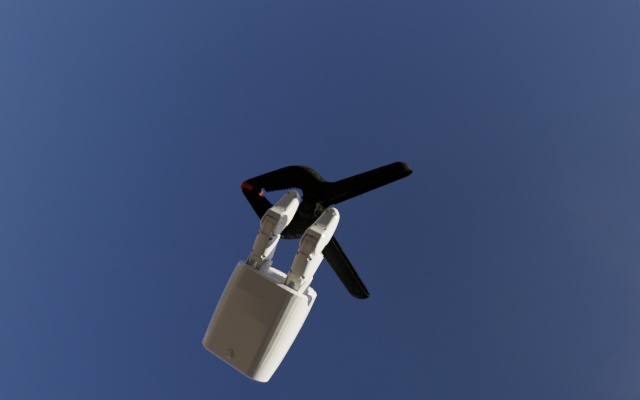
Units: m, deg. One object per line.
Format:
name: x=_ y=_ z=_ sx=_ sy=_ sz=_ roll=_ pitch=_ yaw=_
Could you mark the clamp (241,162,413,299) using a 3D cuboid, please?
clamp: x=0.000 y=0.002 z=0.582 sx=0.210 sy=0.164 sz=0.036 roll=24 pitch=-7 yaw=25
